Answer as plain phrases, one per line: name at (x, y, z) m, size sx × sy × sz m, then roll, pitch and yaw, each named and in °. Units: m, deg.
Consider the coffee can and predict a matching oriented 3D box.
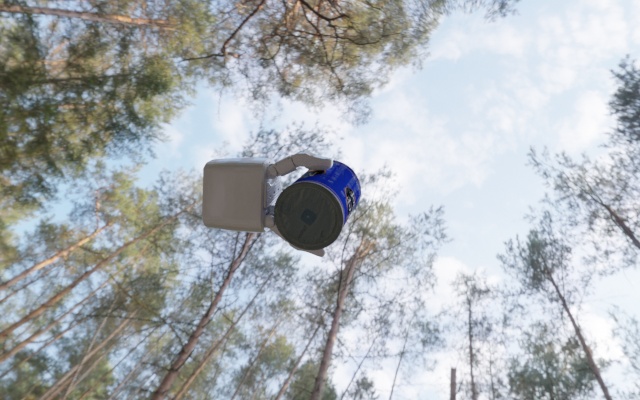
coffee can at (0.000, 0.002, 0.735) m, size 0.103 × 0.103 × 0.140 m, roll 0°, pitch 18°, yaw 16°
